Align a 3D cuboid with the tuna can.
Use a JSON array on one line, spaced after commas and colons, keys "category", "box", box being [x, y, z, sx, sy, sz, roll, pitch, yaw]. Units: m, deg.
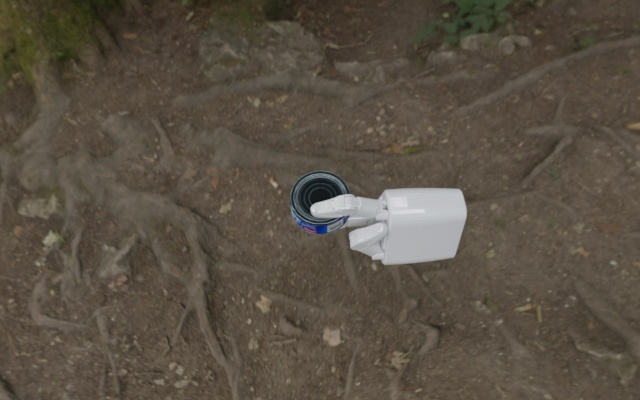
[{"category": "tuna can", "box": [0.000, 0.002, 0.662, 0.086, 0.086, 0.034, 0, -27, 1]}]
